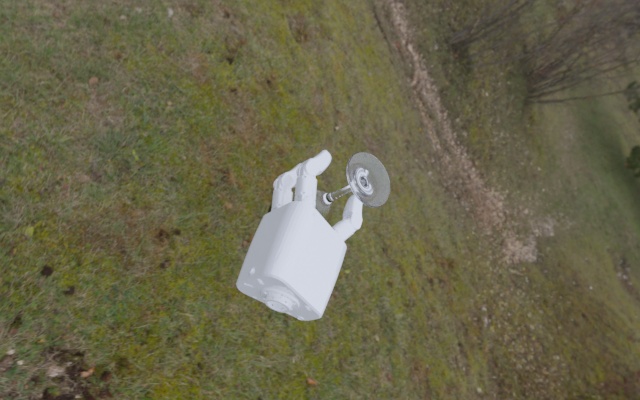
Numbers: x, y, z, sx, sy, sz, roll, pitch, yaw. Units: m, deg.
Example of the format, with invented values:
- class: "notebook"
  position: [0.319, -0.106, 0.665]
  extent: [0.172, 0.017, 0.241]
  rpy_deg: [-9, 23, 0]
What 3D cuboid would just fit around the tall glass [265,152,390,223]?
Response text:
- class: "tall glass"
  position: [0.001, 0.002, 0.674]
  extent: [0.079, 0.079, 0.201]
  rpy_deg: [0, -17, -40]
